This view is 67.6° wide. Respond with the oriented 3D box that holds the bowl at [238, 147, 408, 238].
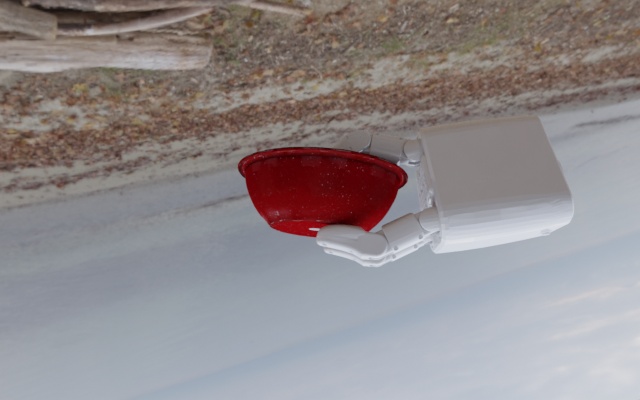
[{"bbox_3d":[-0.001,0.002,0.451,0.162,0.055,0.162,4,-13,1],"label":"bowl"}]
